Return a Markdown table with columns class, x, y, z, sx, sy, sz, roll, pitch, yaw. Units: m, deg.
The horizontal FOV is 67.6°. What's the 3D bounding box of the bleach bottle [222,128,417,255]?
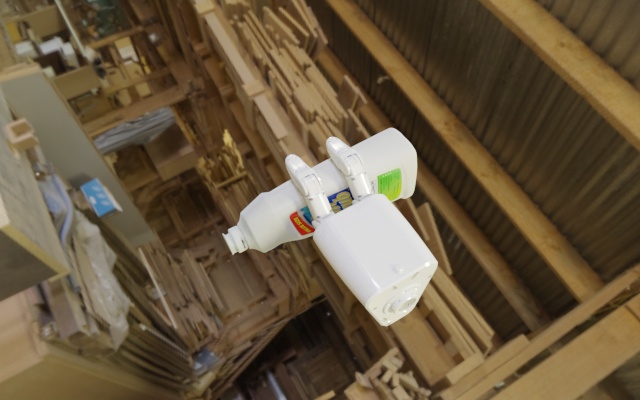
| class | x | y | z | sx | sy | sz | roll | pitch | yaw |
| --- | --- | --- | --- | --- | --- | --- | --- | --- | --- |
| bleach bottle | 0.000 | 0.002 | 0.597 | 0.251 | 0.068 | 0.103 | -27 | -35 | -15 |
